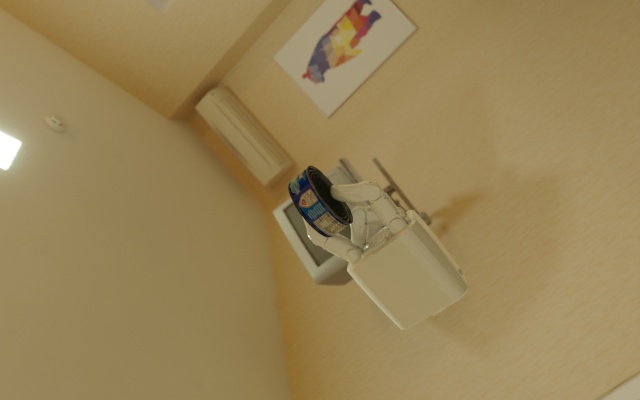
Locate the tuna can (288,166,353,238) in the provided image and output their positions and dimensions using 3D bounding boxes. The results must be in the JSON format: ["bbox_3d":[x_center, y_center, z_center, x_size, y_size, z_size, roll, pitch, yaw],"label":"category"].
[{"bbox_3d":[0.000,0.002,0.575,0.034,0.086,0.086,-37,-12,15],"label":"tuna can"}]
